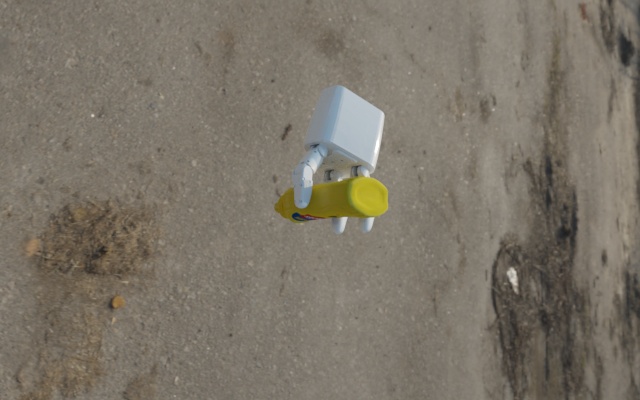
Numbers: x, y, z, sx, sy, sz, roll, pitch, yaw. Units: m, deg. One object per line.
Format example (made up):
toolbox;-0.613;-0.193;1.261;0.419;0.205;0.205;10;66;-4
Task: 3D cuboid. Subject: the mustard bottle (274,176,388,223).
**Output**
mustard bottle;0.000;0.003;0.729;0.191;0.058;0.096;-6;-7;41
